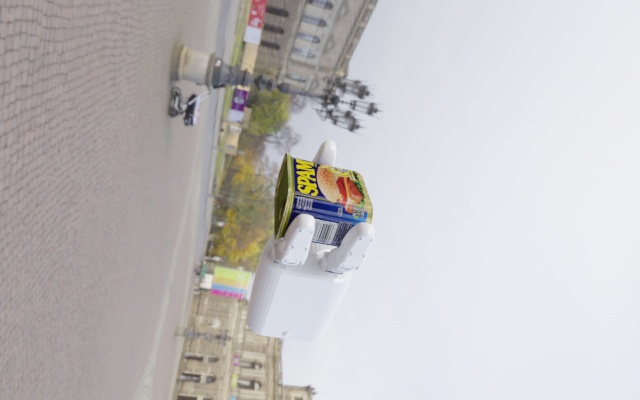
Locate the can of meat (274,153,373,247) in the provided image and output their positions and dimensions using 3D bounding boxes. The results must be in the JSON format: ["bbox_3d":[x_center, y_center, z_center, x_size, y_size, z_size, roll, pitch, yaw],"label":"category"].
[{"bbox_3d":[0.000,0.002,0.481,0.084,0.057,0.102,12,30,-12],"label":"can of meat"}]
